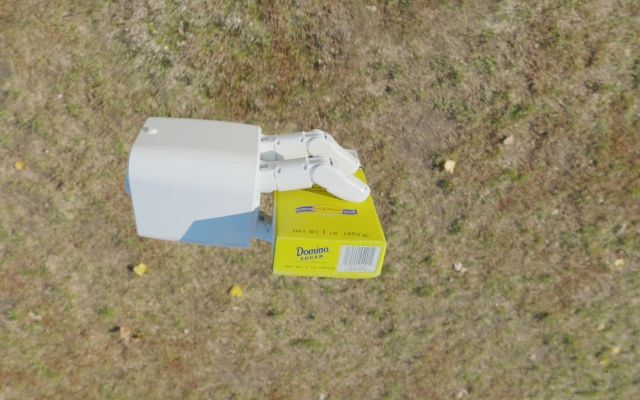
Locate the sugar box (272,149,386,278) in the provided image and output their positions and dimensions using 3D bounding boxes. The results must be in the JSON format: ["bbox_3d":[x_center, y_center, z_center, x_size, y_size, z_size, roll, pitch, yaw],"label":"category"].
[{"bbox_3d":[0.000,0.001,0.461,0.093,0.048,0.176,4,33,-9],"label":"sugar box"}]
